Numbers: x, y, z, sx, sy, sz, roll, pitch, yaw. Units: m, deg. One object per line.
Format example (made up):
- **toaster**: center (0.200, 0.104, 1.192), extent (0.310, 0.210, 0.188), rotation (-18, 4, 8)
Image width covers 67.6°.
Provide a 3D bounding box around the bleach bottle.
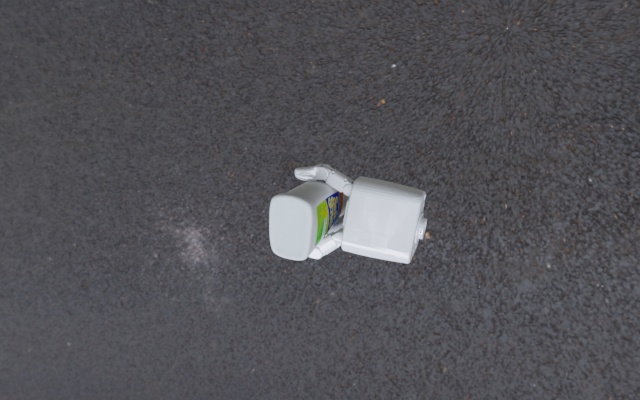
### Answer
- **bleach bottle**: center (0.000, 0.003, 0.779), extent (0.068, 0.103, 0.250), rotation (11, 22, 18)
